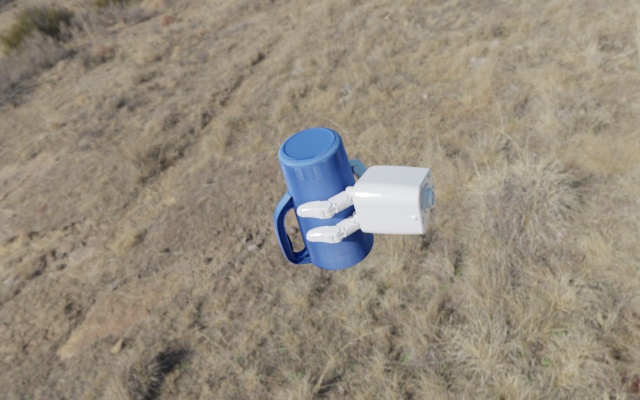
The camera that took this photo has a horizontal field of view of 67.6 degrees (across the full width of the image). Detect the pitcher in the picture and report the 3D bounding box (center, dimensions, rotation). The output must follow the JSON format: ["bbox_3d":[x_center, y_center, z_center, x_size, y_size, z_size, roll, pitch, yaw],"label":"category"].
[{"bbox_3d":[0.000,0.003,0.842,0.145,0.243,0.149,4,43,25],"label":"pitcher"}]
